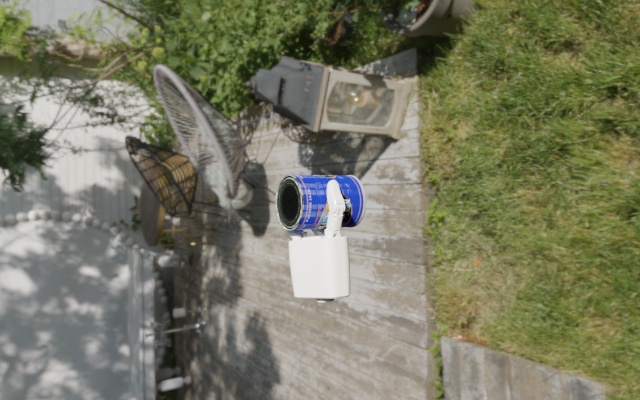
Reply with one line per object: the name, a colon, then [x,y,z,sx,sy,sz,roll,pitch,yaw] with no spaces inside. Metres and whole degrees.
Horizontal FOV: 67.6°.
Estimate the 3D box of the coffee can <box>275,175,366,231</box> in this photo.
coffee can: [0.000,0.003,0.898,0.140,0.103,0.103,-1,1,-32]
